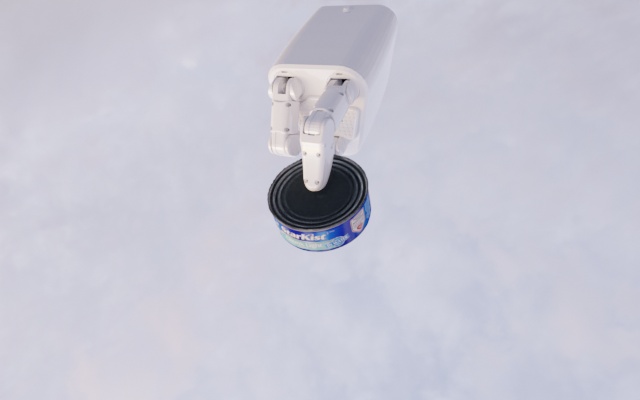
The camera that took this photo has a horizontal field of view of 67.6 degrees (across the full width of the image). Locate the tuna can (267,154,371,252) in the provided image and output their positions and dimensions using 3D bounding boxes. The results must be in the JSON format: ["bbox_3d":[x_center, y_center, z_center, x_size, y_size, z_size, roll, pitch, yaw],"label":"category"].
[{"bbox_3d":[0.000,0.002,0.409,0.086,0.086,0.034,0,-41,14],"label":"tuna can"}]
